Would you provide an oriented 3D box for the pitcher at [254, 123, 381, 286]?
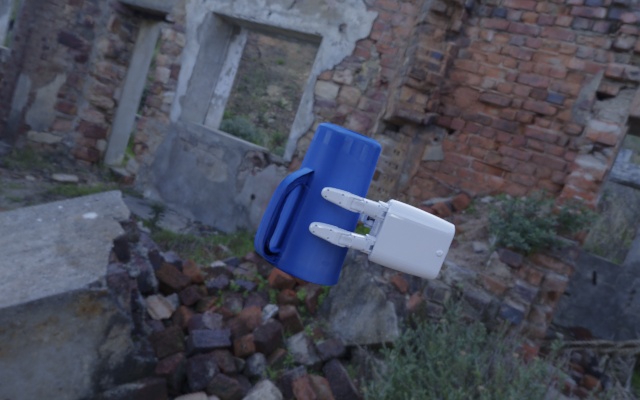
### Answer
[{"bbox_3d":[0.000,0.003,0.763,0.145,0.243,0.149,21,6,1],"label":"pitcher"}]
